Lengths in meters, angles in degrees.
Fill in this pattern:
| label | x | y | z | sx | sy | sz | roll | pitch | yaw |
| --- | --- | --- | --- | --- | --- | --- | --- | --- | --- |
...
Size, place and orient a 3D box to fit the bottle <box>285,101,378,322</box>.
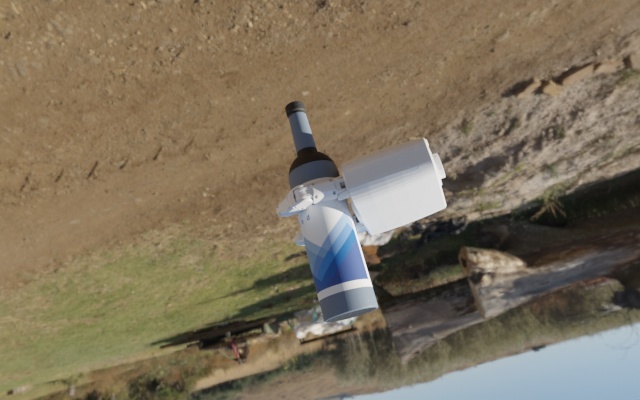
| label | x | y | z | sx | sy | sz | roll | pitch | yaw |
| --- | --- | --- | --- | --- | --- | --- | --- | --- | --- |
| bottle | 0.000 | 0.002 | 0.614 | 0.069 | 0.295 | 0.069 | -13 | -20 | -5 |
